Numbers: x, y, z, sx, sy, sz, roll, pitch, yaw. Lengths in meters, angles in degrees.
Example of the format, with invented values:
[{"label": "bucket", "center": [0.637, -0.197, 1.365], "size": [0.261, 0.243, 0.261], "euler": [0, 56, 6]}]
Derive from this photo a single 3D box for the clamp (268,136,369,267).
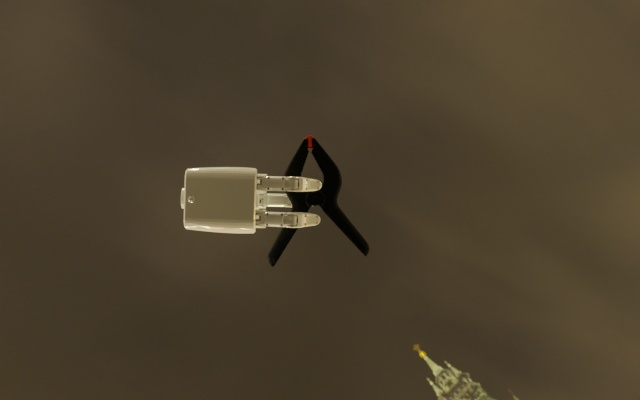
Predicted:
[{"label": "clamp", "center": [0.000, 0.002, 0.772], "size": [0.164, 0.210, 0.036], "euler": [2, 0, -9]}]
